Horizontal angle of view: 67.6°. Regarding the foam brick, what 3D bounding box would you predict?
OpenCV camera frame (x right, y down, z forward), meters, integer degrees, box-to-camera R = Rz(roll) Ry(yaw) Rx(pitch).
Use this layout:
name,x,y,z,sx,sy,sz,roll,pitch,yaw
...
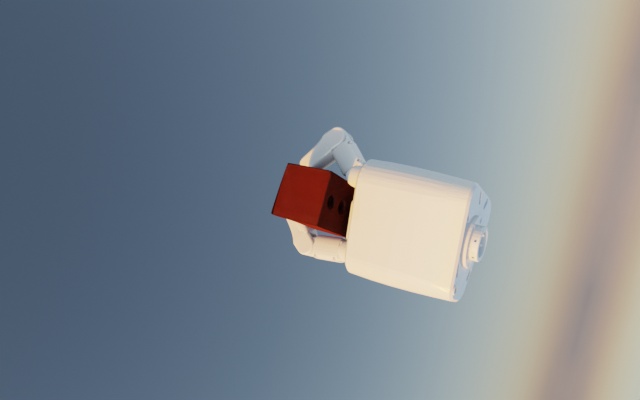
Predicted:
name,x,y,z,sx,sy,sz,roll,pitch,yaw
foam brick,0.000,0.002,0.465,0.051,0.053,0.078,14,-5,31
